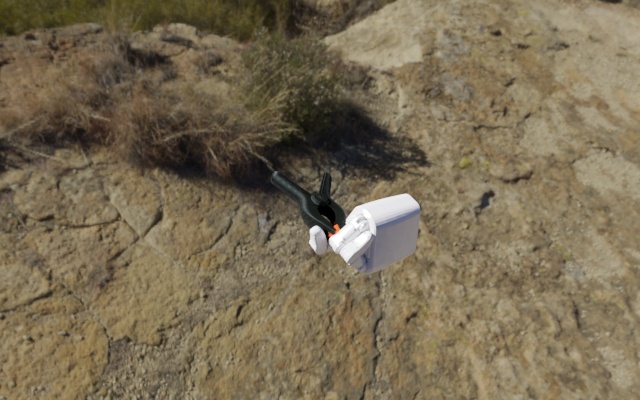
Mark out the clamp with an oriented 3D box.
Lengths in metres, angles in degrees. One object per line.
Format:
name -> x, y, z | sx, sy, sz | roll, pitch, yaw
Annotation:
clamp -> 0.000, 0.002, 0.831 | 0.120, 0.039, 0.171 | -14, 52, -32
